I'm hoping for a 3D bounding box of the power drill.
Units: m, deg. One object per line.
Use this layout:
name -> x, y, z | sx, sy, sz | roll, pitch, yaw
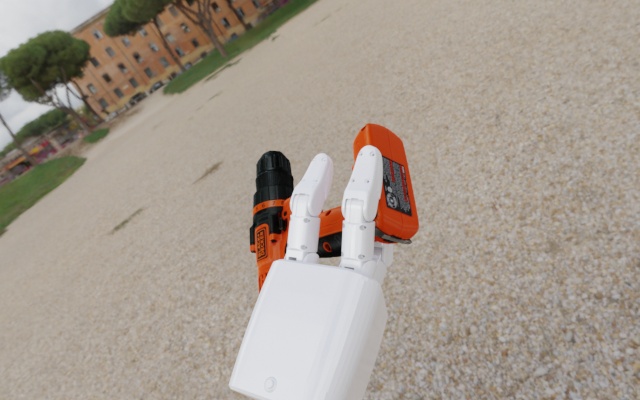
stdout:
power drill -> 0.000, 0.002, 0.471 | 0.057, 0.184, 0.188 | 15, -33, -40
